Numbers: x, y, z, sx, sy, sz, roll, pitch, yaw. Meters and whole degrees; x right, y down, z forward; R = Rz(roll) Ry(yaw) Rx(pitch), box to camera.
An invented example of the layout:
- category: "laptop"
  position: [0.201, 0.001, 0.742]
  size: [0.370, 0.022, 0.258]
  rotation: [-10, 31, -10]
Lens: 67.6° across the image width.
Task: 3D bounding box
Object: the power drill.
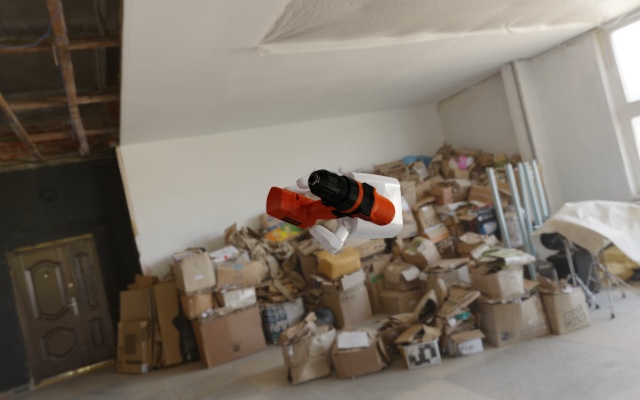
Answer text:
- category: "power drill"
  position: [0.000, 0.003, 0.765]
  size: [0.187, 0.057, 0.184]
  rotation: [-4, -21, 43]
